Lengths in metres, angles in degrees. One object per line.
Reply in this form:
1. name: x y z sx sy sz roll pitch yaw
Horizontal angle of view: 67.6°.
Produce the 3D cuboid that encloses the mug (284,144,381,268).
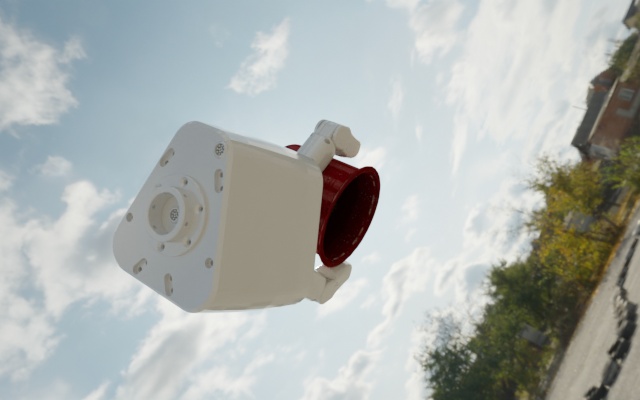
1. mug: 0.001 0.001 0.435 0.081 0.093 0.117 25 4 27
